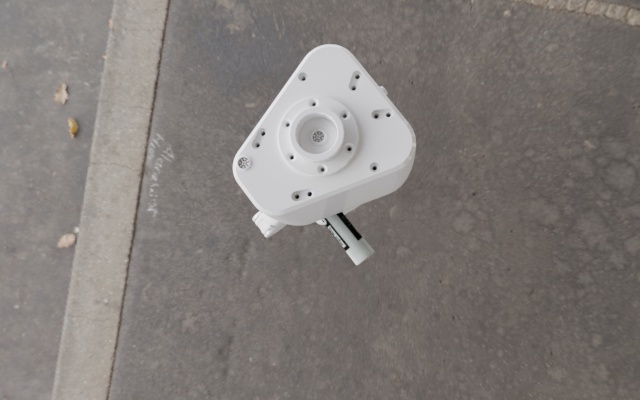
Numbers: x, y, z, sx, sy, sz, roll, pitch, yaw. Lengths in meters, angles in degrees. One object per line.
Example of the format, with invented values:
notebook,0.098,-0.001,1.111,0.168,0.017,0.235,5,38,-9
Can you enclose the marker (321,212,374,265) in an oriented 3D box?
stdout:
marker,0.000,0.001,0.402,0.020,0.121,0.020,-38,-6,-5
